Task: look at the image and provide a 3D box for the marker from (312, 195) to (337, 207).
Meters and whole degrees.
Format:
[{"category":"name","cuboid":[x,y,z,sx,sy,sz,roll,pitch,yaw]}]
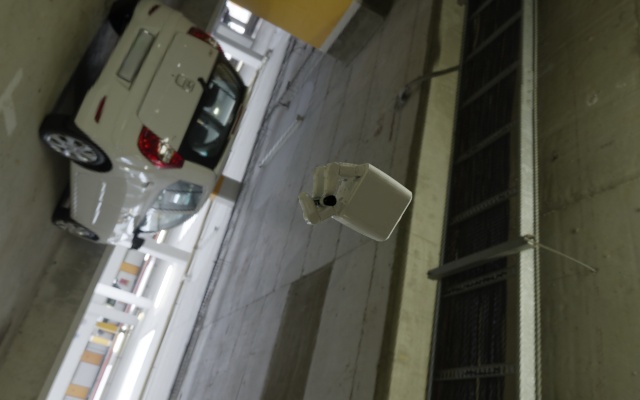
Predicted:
[{"category":"marker","cuboid":[0.000,0.003,0.855,0.020,0.020,0.121,0,-3,-21]}]
